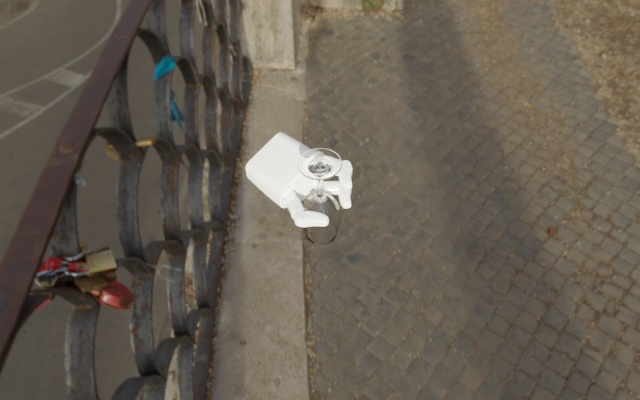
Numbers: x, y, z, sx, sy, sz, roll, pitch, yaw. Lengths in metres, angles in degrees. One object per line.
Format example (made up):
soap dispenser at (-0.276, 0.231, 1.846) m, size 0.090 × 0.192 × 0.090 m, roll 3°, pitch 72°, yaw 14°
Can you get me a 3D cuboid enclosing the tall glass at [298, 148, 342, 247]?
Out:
tall glass at (0.000, 0.003, 0.867) m, size 0.079 × 0.079 × 0.201 m, roll 0°, pitch -41°, yaw 1°
